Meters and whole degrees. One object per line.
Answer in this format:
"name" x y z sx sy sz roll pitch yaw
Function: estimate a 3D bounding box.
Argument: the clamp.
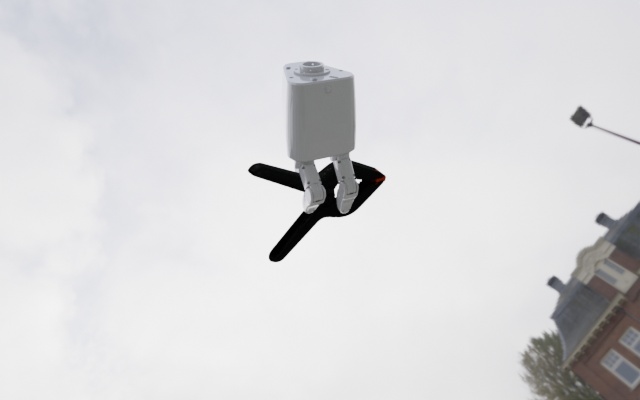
"clamp" 0.000 0.002 0.710 0.210 0.165 0.036 -14 33 -21
